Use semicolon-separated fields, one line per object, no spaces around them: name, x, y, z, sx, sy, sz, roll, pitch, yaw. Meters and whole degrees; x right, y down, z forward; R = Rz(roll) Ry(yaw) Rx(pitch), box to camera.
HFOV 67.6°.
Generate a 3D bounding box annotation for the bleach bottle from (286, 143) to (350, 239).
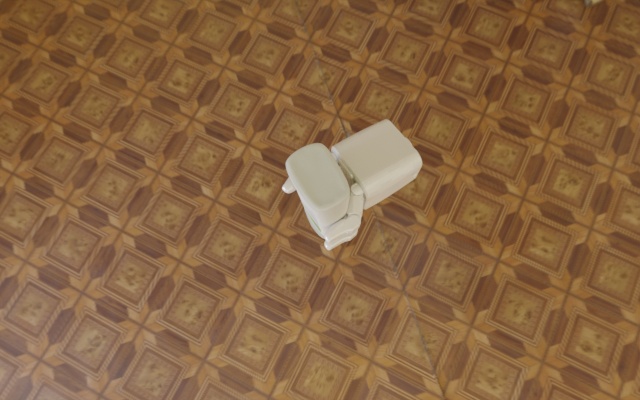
bleach bottle;0.000;0.003;0.775;0.068;0.102;0.251;-29;-15;-7
